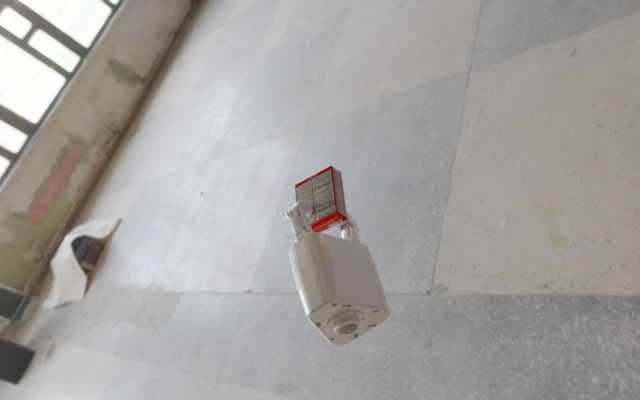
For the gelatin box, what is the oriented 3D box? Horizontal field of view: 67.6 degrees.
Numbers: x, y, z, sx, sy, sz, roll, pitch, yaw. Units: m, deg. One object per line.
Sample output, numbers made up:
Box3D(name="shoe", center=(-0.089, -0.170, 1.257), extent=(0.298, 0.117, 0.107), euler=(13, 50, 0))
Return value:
Box3D(name="gelatin box", center=(0.000, 0.002, 0.716), extent=(0.073, 0.089, 0.030), euler=(-27, -38, 28))
